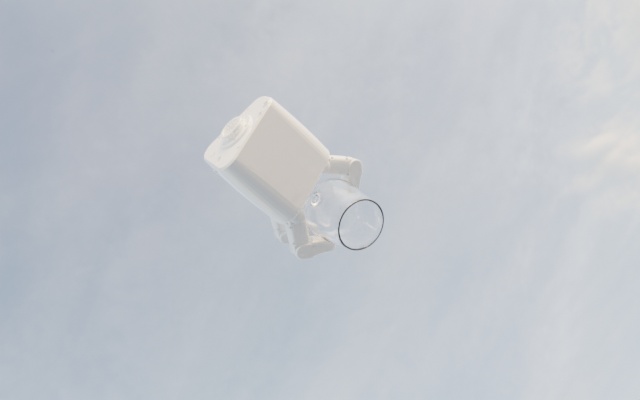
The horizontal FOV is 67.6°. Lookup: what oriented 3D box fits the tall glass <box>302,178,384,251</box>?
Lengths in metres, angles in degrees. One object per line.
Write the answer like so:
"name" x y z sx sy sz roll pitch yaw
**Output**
"tall glass" 0.000 0.002 0.624 0.079 0.079 0.201 0 15 -29
